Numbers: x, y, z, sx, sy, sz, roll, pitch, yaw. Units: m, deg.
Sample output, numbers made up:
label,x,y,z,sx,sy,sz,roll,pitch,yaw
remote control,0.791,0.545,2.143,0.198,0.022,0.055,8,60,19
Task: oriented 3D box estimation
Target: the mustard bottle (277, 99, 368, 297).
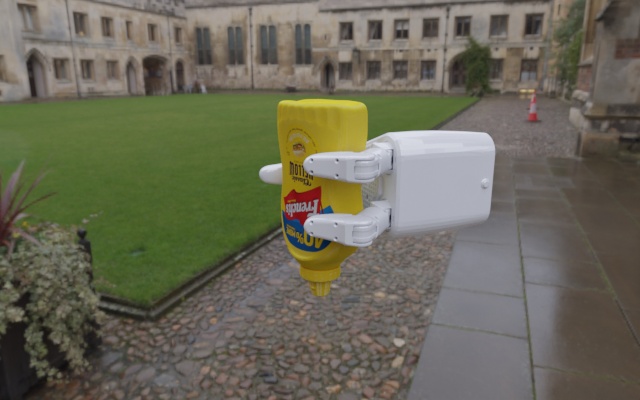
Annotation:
label,x,y,z,sx,sy,sz,roll,pitch,yaw
mustard bottle,0.000,0.001,0.460,0.058,0.192,0.096,-14,20,-41
